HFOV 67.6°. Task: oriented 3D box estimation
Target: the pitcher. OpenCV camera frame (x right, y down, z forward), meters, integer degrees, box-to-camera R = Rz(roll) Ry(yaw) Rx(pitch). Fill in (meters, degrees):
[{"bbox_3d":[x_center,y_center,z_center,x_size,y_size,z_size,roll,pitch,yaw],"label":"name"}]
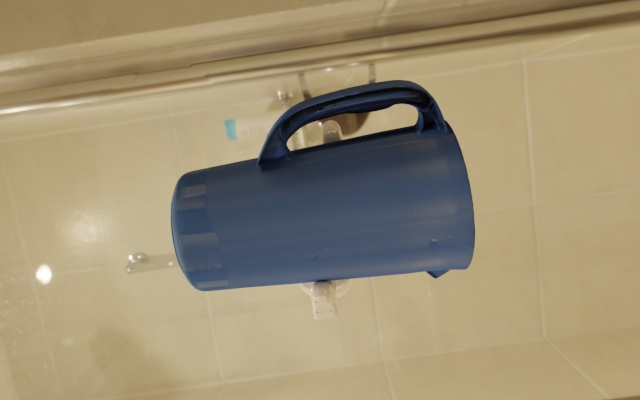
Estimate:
[{"bbox_3d":[0.000,0.001,0.419,0.243,0.149,0.145,-8,-17,2],"label":"pitcher"}]
